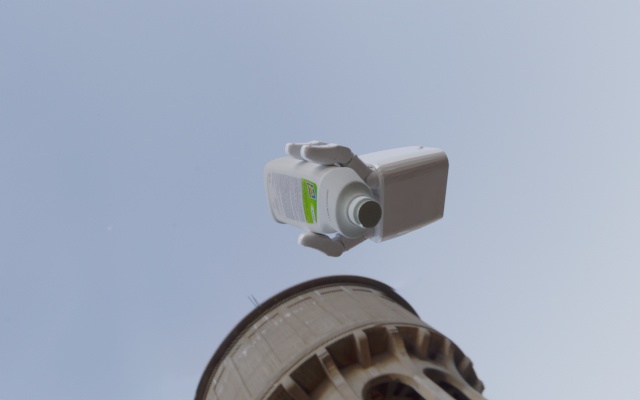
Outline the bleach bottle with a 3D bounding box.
[{"bbox_3d":[0.000,0.002,0.595,0.068,0.102,0.251,-16,16,-21],"label":"bleach bottle"}]
